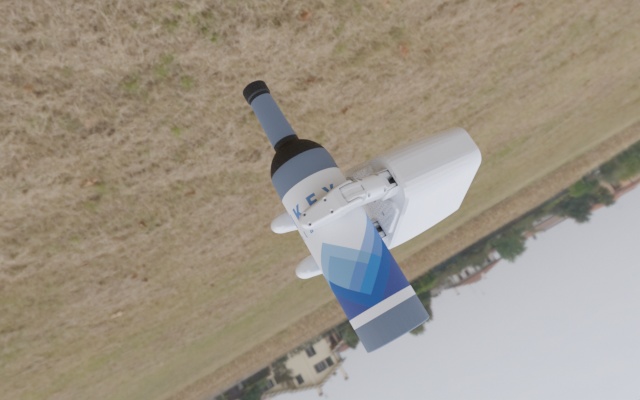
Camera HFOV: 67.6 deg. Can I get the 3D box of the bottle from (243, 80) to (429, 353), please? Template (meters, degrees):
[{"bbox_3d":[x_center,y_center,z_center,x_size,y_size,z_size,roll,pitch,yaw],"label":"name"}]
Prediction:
[{"bbox_3d":[0.000,0.002,0.477,0.069,0.295,0.069,-28,-15,-8],"label":"bottle"}]
